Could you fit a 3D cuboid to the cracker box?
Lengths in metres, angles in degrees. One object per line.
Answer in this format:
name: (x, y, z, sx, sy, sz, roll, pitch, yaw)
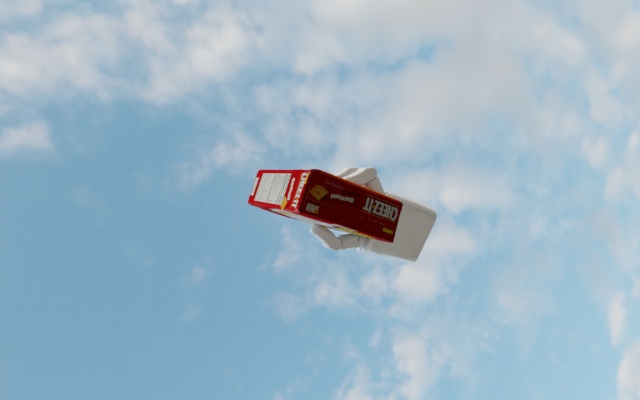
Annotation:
cracker box: (0.000, 0.003, 0.759, 0.164, 0.072, 0.213, 19, -6, -27)
